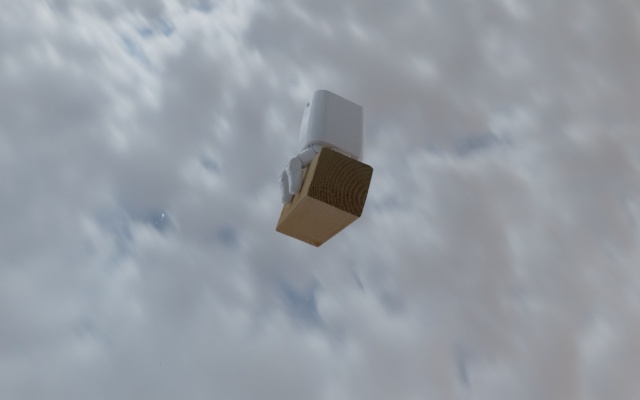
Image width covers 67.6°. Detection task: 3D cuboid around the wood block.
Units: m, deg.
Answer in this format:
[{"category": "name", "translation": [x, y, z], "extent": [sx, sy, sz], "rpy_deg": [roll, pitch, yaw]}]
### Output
[{"category": "wood block", "translation": [0.000, 0.002, 0.809], "extent": [0.091, 0.090, 0.206], "rpy_deg": [21, -23, -11]}]
